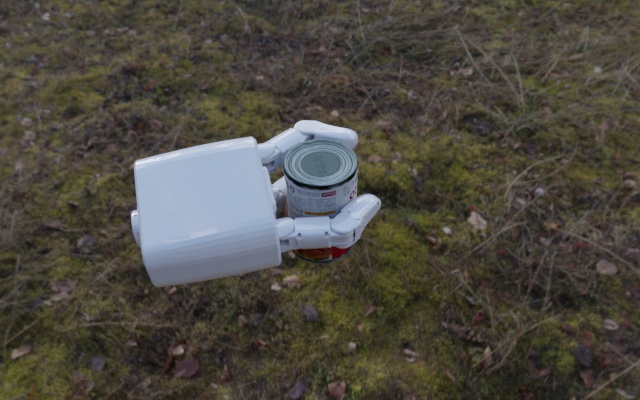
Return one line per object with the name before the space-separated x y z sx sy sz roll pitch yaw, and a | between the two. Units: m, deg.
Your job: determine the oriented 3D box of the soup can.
soup can | 0.001 0.001 0.449 0.068 0.102 0.068 0 45 0
